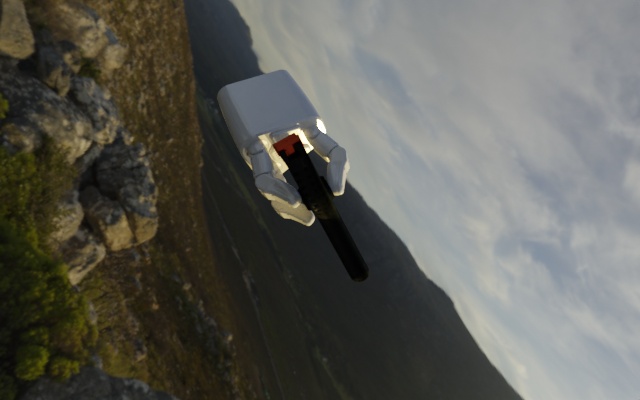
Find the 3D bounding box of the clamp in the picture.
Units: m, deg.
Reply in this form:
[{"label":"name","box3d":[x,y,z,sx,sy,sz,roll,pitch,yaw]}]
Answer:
[{"label":"clamp","box3d":[0.001,0.001,0.559,0.036,0.164,0.210,-30,-30,0]}]
